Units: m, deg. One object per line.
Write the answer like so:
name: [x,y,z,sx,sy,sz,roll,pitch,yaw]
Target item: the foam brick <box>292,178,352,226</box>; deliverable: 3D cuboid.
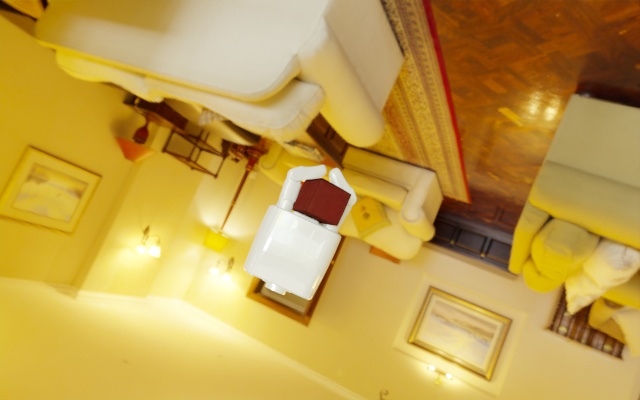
foam brick: [0.000,0.002,0.688,0.053,0.051,0.078,27,-8,-17]
